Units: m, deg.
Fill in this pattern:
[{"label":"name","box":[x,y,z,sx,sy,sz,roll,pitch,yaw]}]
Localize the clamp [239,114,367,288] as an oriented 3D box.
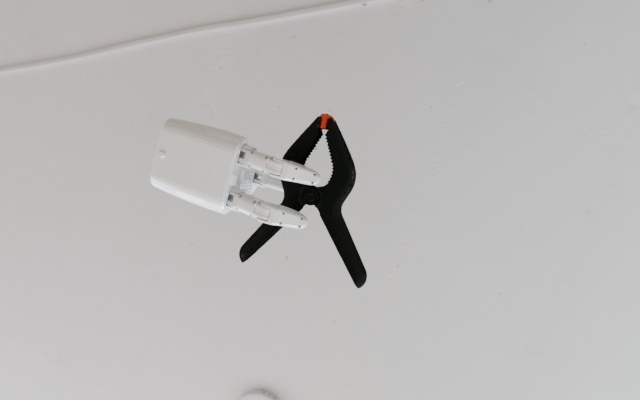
[{"label":"clamp","box":[0.000,0.001,0.590,0.164,0.210,0.036,18,8,8]}]
